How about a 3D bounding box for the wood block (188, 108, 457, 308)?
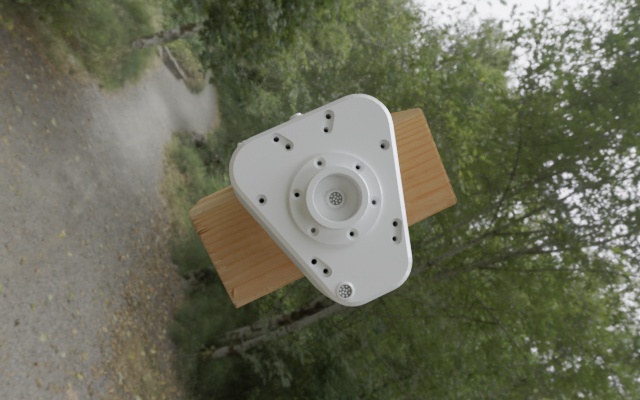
[{"bbox_3d":[0.000,0.002,0.431,0.206,0.091,0.090,-24,10,-5],"label":"wood block"}]
